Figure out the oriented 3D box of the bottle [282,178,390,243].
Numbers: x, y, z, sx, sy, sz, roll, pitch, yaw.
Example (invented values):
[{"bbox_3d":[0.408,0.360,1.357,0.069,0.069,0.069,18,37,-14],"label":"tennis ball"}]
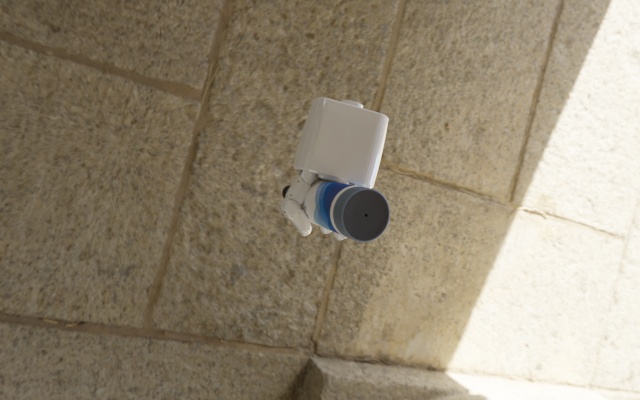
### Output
[{"bbox_3d":[0.000,0.002,0.707,0.069,0.069,0.295,0,6,-22],"label":"bottle"}]
